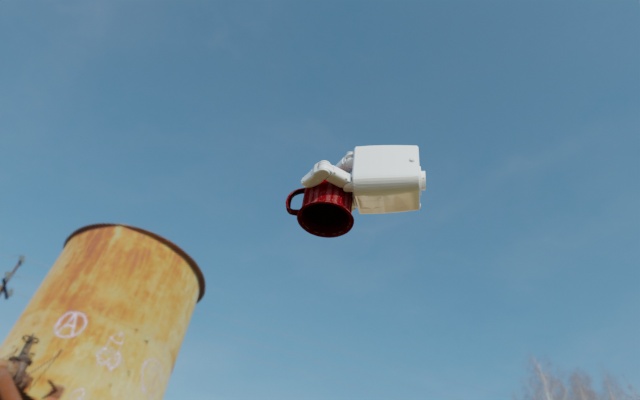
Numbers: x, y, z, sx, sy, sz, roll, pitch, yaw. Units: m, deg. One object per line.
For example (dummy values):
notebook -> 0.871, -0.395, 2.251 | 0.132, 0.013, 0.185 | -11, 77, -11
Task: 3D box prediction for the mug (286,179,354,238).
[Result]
mug -> -0.001, 0.003, 0.799 | 0.117, 0.081, 0.093 | -1, -42, 10
